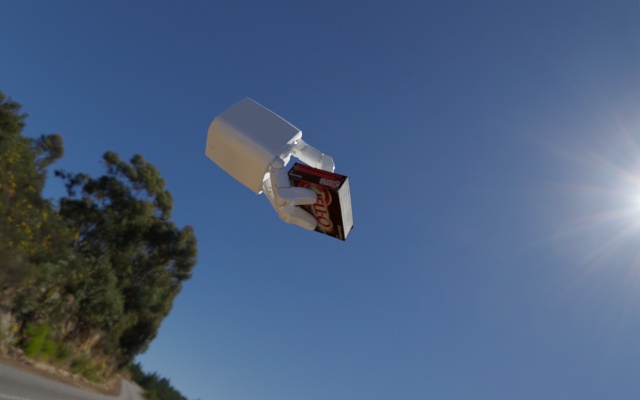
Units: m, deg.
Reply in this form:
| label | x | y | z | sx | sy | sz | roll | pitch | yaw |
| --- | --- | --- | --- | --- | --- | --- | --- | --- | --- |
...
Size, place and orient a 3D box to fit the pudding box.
| label | x | y | z | sx | sy | sz | roll | pitch | yaw |
| --- | --- | --- | --- | --- | --- | --- | --- | --- | --- |
| pudding box | 0.000 | 0.002 | 0.720 | 0.090 | 0.039 | 0.114 | 18 | -36 | 26 |
